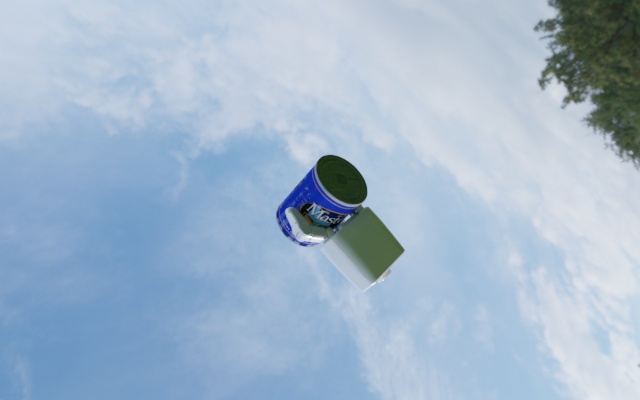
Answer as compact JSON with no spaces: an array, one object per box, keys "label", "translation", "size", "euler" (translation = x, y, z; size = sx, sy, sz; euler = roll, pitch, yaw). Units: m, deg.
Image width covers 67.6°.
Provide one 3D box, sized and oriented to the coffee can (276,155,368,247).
[{"label":"coffee can","translation":[0.000,0.003,0.833],"size":[0.103,0.102,0.140],"euler":[0,-34,-39]}]
